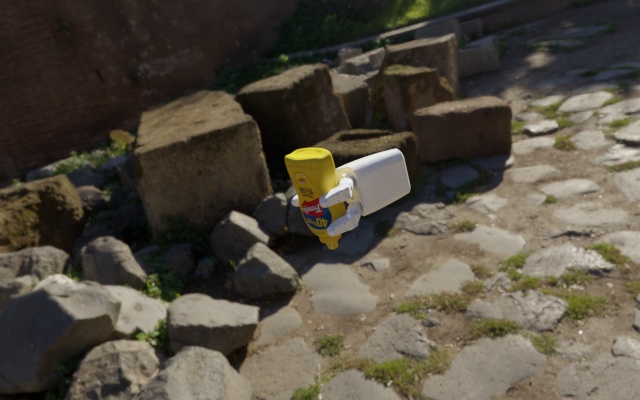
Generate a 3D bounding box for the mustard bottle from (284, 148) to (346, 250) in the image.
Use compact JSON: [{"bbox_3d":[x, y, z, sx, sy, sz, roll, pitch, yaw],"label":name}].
[{"bbox_3d":[0.000,0.003,0.862,0.096,0.192,0.058,7,32,44],"label":"mustard bottle"}]
